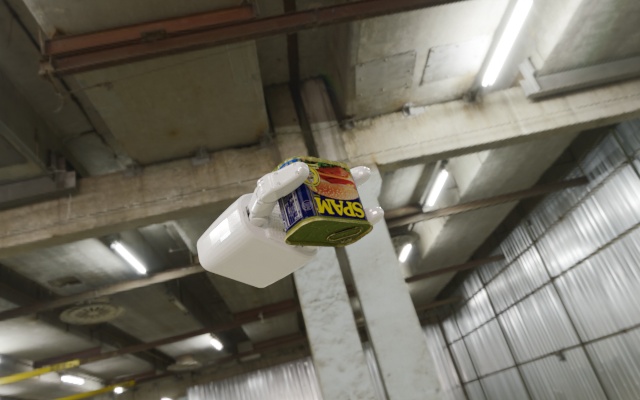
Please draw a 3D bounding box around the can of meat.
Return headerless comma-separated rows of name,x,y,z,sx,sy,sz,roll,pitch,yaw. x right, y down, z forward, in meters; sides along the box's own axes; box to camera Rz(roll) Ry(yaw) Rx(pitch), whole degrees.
can of meat,0.000,0.001,0.534,0.102,0.084,0.057,7,-35,-40
